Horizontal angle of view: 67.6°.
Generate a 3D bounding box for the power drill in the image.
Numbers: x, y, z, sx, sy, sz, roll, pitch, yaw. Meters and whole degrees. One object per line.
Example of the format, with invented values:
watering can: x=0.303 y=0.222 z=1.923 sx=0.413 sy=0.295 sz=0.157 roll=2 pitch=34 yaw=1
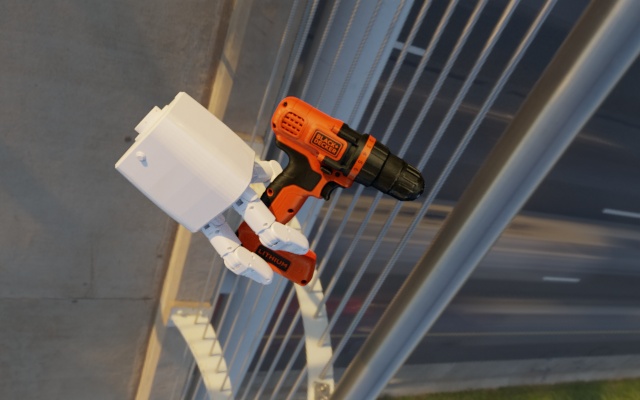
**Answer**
power drill: x=0.000 y=0.002 z=0.545 sx=0.184 sy=0.188 sz=0.057 roll=30 pitch=16 yaw=0
